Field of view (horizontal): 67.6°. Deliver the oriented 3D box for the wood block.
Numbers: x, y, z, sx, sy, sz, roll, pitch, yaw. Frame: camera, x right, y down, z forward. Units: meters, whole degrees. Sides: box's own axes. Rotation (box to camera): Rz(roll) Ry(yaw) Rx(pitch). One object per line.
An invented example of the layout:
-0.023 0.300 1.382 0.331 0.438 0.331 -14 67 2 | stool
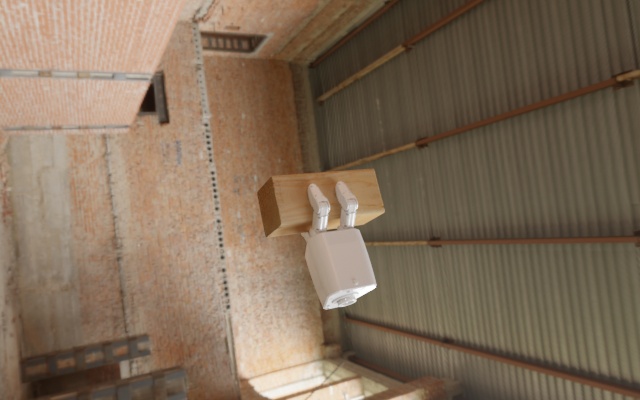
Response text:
0.000 0.003 0.877 0.206 0.090 0.091 -6 -16 -27 | wood block
